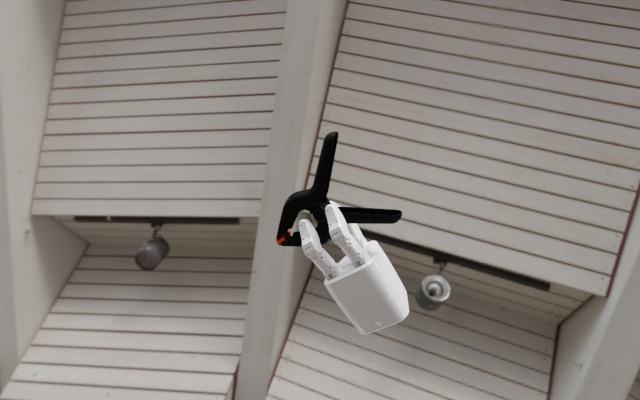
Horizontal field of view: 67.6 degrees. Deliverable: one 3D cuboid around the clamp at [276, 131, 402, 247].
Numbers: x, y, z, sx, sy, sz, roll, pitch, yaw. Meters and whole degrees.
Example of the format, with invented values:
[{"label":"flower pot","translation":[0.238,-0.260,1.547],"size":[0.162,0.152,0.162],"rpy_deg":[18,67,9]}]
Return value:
[{"label":"clamp","translation":[0.000,0.003,0.746],"size":[0.210,0.164,0.036],"rpy_deg":[-30,6,30]}]
